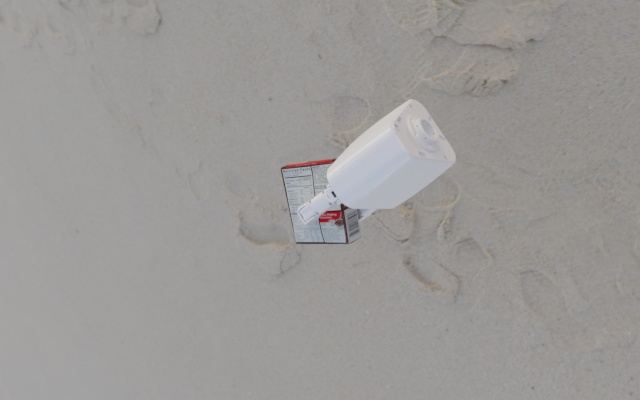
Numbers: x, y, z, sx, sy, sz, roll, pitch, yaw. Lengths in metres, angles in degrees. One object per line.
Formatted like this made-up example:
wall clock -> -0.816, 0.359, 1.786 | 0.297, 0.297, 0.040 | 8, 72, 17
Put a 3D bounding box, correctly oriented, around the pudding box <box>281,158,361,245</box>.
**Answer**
pudding box -> 0.000, 0.002, 0.643 | 0.090, 0.113, 0.039 | -3, 12, 36
